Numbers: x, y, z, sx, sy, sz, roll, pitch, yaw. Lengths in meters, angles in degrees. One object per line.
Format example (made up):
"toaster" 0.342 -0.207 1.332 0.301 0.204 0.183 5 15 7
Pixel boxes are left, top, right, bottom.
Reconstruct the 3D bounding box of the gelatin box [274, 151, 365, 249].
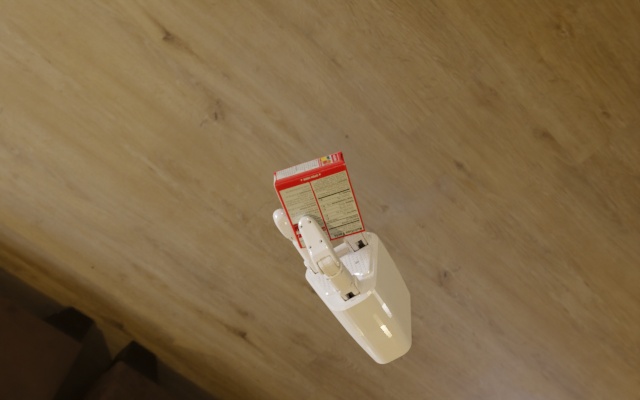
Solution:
"gelatin box" 0.000 0.002 0.494 0.073 0.089 0.030 -17 33 4
